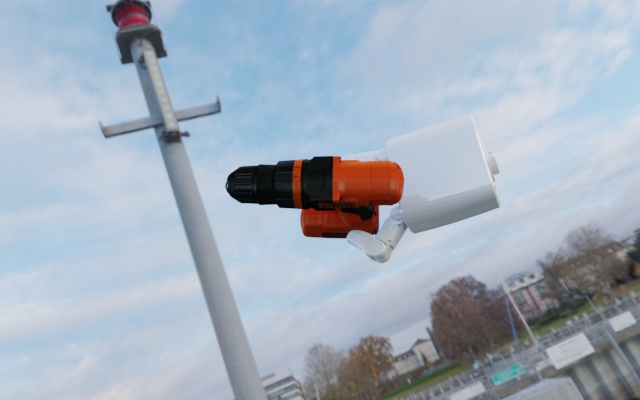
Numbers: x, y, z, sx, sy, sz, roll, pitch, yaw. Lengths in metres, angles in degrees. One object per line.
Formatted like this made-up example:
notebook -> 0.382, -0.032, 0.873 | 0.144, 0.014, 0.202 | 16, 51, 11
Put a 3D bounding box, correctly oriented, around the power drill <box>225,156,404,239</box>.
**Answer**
power drill -> 0.000, 0.002, 0.558 | 0.184, 0.057, 0.188 | 1, -14, 7
